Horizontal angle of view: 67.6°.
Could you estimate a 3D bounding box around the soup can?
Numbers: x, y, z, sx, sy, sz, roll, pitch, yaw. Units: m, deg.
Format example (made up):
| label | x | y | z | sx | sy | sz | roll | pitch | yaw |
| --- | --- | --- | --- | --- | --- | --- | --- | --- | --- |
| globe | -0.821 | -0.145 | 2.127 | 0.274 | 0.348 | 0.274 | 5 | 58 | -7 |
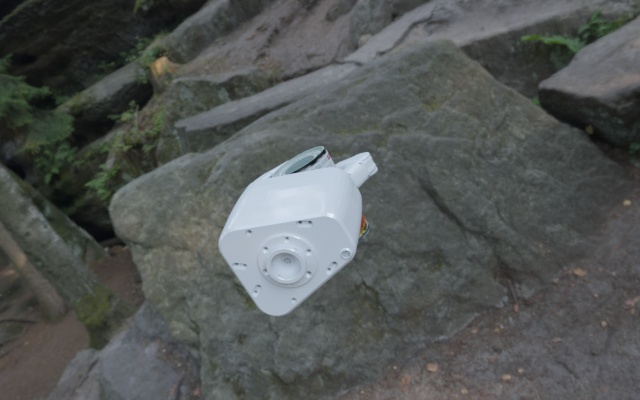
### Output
| label | x | y | z | sx | sy | sz | roll | pitch | yaw |
| --- | --- | --- | --- | --- | --- | --- | --- | --- | --- |
| soup can | 0.000 | 0.001 | 0.516 | 0.068 | 0.102 | 0.068 | -28 | 17 | 9 |
